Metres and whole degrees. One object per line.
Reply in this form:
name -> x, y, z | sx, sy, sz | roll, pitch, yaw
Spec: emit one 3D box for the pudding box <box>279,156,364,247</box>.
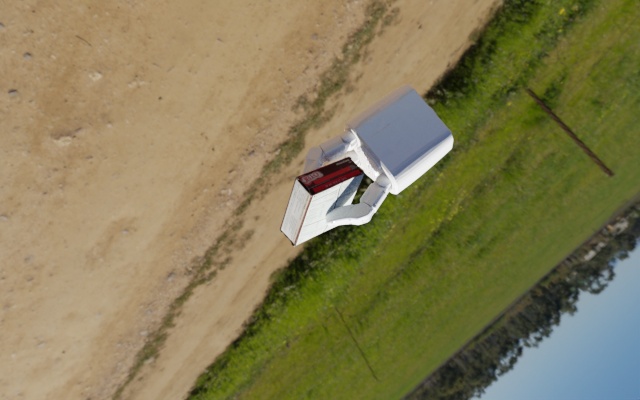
pudding box -> 0.000, 0.002, 0.632 | 0.090, 0.039, 0.114 | -23, -31, -33
